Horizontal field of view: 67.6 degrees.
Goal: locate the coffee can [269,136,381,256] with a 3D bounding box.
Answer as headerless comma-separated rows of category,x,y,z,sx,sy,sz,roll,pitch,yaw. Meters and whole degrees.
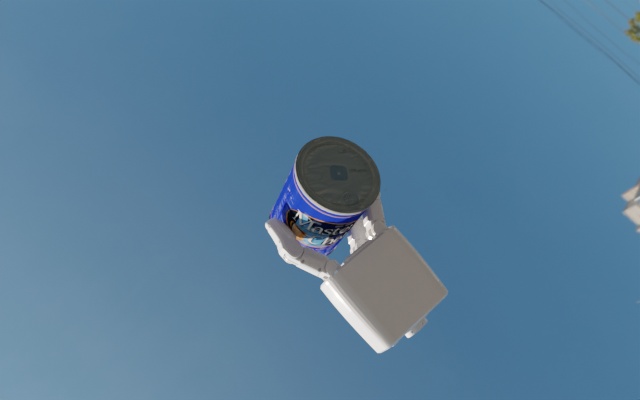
coffee can,0.000,0.002,0.596,0.103,0.102,0.140,0,-29,-20
